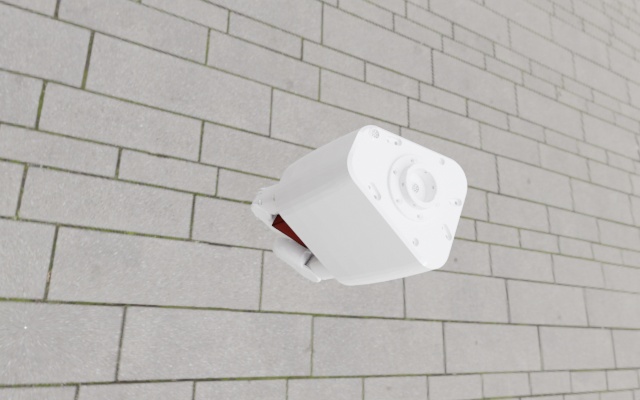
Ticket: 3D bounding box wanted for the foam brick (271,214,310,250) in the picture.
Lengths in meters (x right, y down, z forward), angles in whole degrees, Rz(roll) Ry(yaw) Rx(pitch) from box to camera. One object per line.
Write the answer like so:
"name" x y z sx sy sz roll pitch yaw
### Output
"foam brick" 0.000 0.001 0.452 0.053 0.078 0.051 35 -29 -21
